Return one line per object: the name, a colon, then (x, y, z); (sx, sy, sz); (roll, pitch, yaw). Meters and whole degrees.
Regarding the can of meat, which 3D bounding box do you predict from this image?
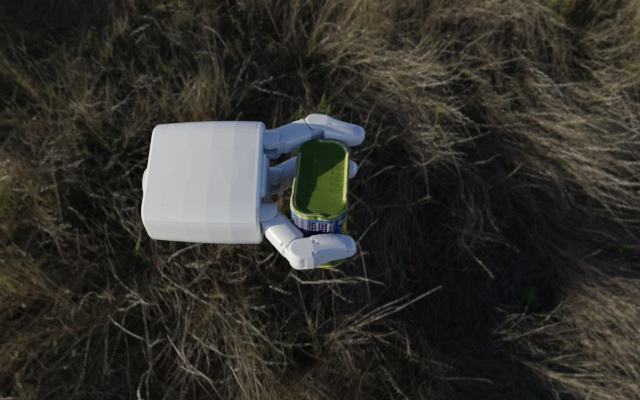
can of meat: (0.000, 0.001, 0.472); (0.057, 0.102, 0.084); (3, -37, 2)
